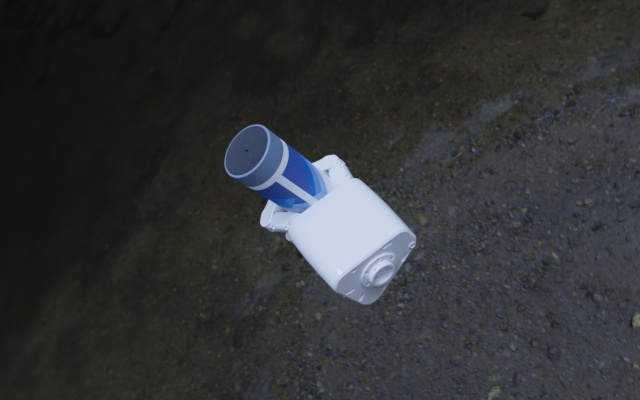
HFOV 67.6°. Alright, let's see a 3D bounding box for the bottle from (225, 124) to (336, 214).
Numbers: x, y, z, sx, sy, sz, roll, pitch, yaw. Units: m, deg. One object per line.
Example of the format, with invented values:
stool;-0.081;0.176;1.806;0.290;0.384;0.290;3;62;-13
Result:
bottle;0.000;0.002;0.634;0.069;0.069;0.296;0;-23;37
